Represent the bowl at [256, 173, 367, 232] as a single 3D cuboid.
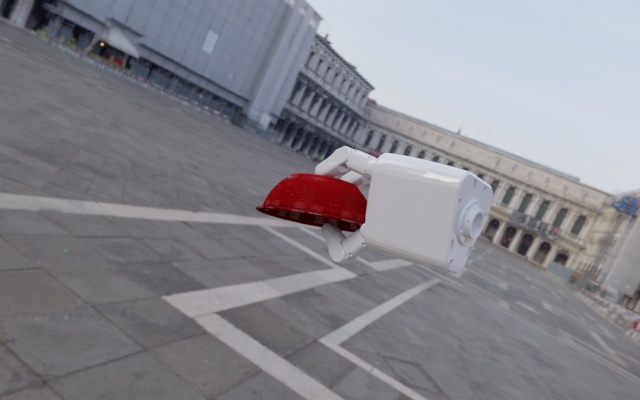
[{"bbox_3d":[-0.001,0.001,0.626,0.162,0.055,0.162,10,-8,1],"label":"bowl"}]
